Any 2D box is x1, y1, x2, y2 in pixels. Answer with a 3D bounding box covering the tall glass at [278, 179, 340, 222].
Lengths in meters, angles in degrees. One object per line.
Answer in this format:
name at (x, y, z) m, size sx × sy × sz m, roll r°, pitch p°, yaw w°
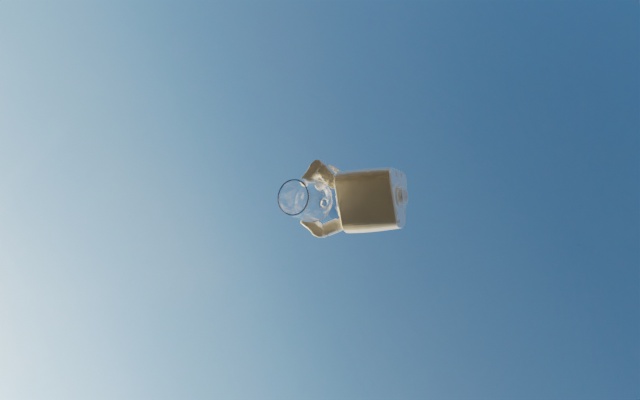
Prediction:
tall glass at (0.000, 0.003, 0.888) m, size 0.079 × 0.079 × 0.201 m, roll 0°, pitch -5°, yaw 28°
